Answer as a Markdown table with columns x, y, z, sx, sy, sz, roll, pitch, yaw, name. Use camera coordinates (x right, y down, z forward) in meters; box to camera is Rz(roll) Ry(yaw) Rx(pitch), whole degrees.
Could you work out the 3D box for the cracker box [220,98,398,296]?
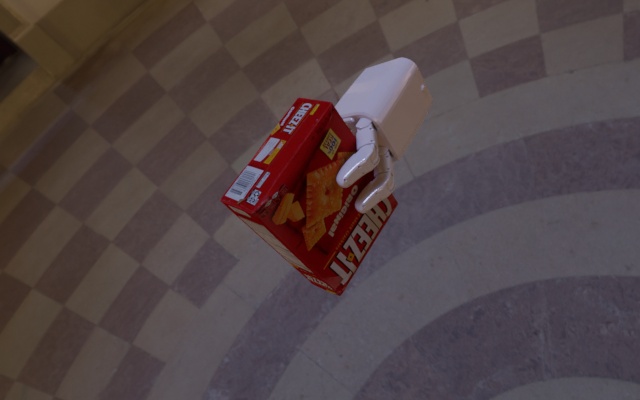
| x | y | z | sx | sy | sz | roll | pitch | yaw | name |
| --- | --- | --- | --- | --- | --- | --- | --- | --- | --- |
| 0.000 | 0.002 | 0.617 | 0.072 | 0.164 | 0.214 | 19 | -22 | 44 | cracker box |
